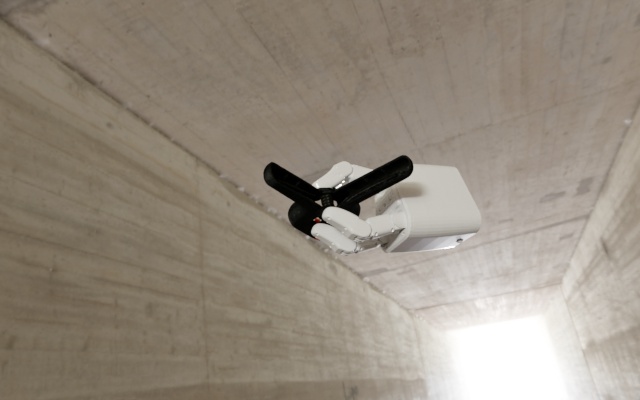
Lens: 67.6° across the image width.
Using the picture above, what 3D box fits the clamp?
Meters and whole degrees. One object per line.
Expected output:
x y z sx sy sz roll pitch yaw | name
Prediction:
0.000 0.001 0.590 0.164 0.036 0.210 0 -24 -16 | clamp
